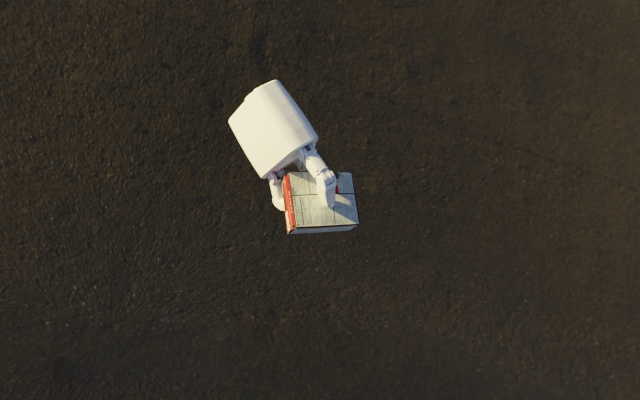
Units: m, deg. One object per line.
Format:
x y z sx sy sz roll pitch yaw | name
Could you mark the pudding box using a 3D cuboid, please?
0.000 0.002 0.731 0.113 0.090 0.039 -2 -15 -23 | pudding box
